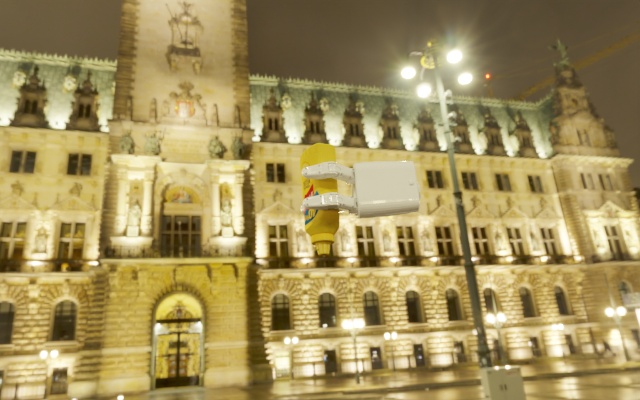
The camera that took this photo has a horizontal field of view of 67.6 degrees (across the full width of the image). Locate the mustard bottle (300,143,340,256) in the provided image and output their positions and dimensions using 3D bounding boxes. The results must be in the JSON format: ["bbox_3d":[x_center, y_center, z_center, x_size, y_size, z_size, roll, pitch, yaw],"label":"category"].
[{"bbox_3d":[0.000,0.003,0.846,0.058,0.191,0.096,4,-20,-23],"label":"mustard bottle"}]
